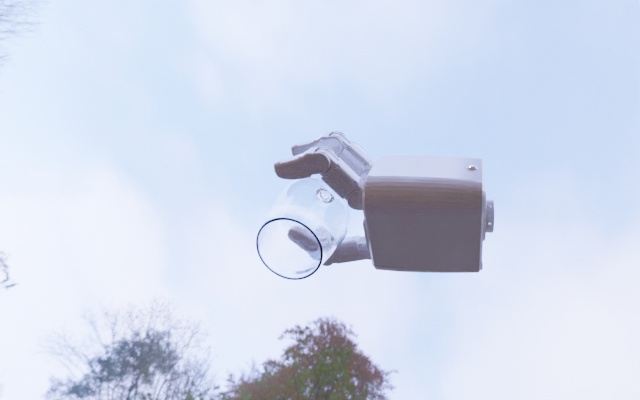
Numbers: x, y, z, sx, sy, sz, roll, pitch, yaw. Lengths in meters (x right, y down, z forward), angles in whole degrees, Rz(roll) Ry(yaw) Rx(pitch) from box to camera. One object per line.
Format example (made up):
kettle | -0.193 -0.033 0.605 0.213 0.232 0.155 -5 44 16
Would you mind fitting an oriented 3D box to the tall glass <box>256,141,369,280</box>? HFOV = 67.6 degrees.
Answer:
tall glass | 0.000 0.001 0.498 0.079 0.079 0.201 0 24 18
